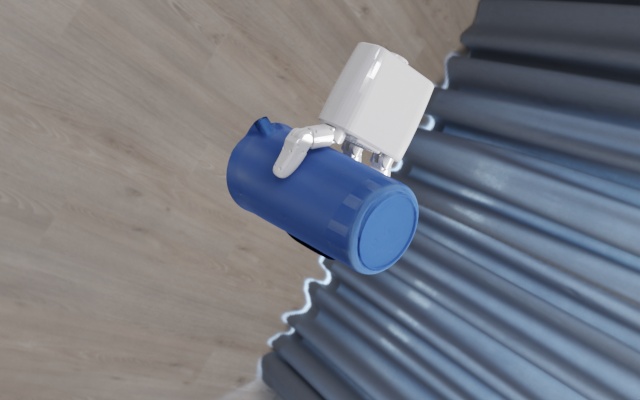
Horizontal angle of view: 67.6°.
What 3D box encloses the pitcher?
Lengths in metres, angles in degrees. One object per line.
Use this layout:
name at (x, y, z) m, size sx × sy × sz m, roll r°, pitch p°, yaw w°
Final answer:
pitcher at (0.000, 0.002, 0.599) m, size 0.149 × 0.145 × 0.242 m, roll 22°, pitch 5°, yaw -45°
